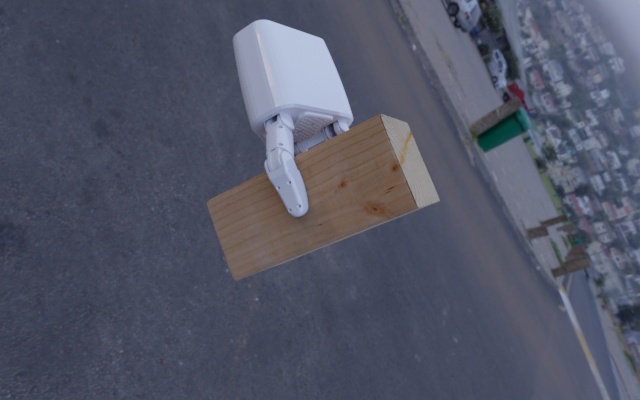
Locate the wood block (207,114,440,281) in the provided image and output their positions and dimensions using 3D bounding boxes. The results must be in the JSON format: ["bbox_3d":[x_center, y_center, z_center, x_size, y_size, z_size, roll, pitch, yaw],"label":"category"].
[{"bbox_3d":[0.000,0.001,0.486,0.206,0.090,0.091,-24,-7,25],"label":"wood block"}]
